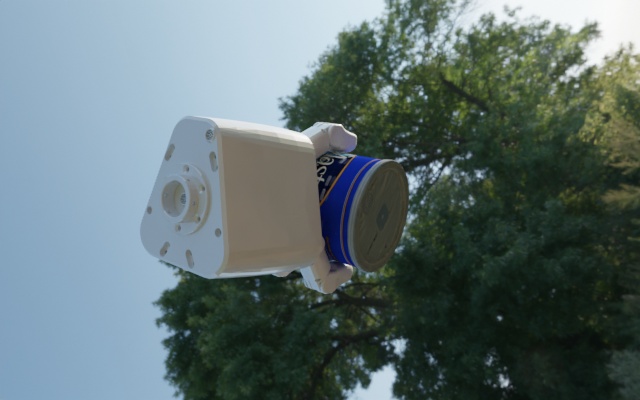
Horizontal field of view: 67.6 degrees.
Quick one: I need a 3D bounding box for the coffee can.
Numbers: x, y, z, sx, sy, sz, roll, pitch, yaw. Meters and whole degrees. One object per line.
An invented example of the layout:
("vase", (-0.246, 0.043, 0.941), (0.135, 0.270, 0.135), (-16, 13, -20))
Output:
("coffee can", (0.000, 0.001, 0.463), (0.140, 0.103, 0.103), (13, 7, 33))
